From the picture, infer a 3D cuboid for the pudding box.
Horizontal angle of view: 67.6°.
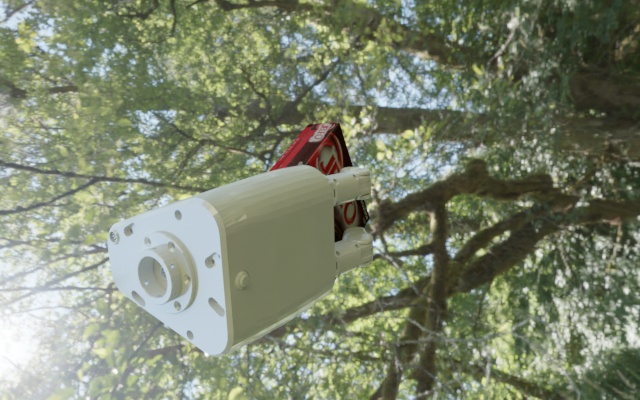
[{"bbox_3d":[0.000,0.001,0.421,0.039,0.114,0.090,5,42,31],"label":"pudding box"}]
